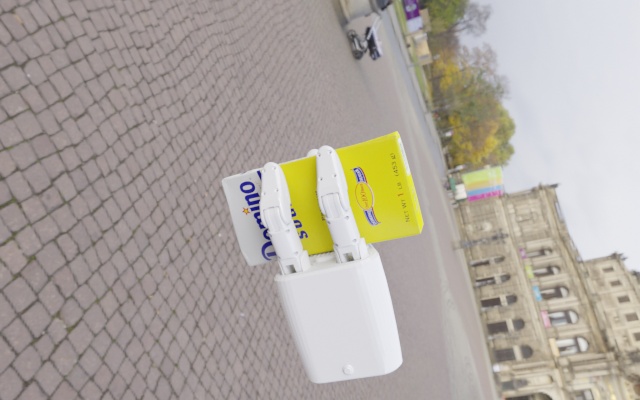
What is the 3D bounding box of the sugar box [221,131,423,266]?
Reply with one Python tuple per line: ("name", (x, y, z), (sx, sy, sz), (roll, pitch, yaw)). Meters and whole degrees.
("sugar box", (0.000, 0.002, 0.456), (0.176, 0.093, 0.048), (-14, 7, 16))
